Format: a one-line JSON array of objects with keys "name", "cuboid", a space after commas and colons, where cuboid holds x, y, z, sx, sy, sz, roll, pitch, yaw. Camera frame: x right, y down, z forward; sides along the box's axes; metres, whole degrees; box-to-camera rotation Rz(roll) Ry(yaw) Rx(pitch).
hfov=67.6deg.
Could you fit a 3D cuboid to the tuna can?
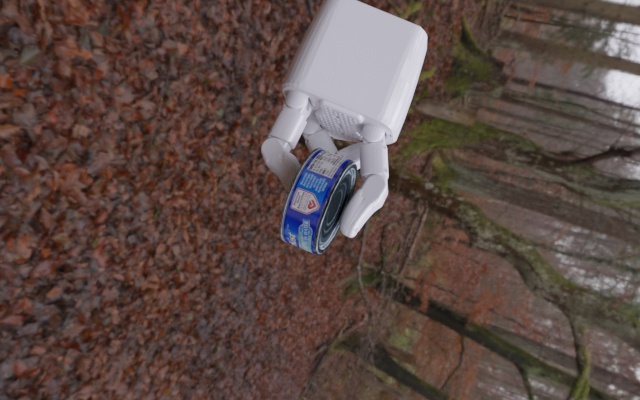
[{"name": "tuna can", "cuboid": [0.001, 0.002, 0.403, 0.034, 0.086, 0.086, 22, 5, 14]}]
